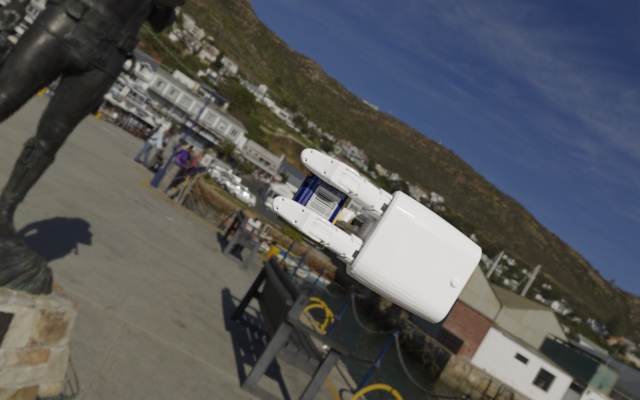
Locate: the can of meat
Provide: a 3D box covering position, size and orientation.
[{"bbox_3d":[0.000,0.001,0.524,0.057,0.084,0.102,33,-3,2],"label":"can of meat"}]
